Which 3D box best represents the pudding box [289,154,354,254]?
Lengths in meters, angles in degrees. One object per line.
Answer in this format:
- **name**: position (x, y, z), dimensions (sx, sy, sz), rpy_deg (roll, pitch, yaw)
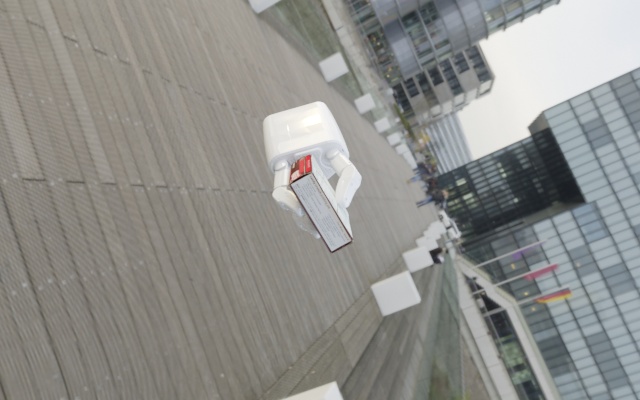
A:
- **pudding box**: position (0.000, 0.002, 0.635), dimensions (0.039, 0.113, 0.090), rpy_deg (-30, 18, 10)
